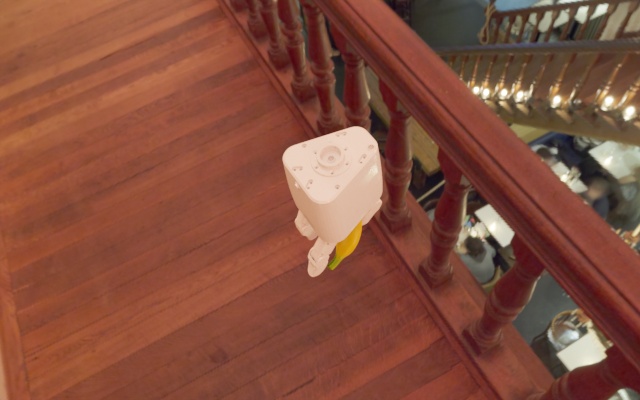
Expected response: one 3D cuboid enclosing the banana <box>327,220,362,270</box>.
[{"bbox_3d":[0.019,0.000,0.708,0.069,0.197,0.037,-16,-27,2],"label":"banana"}]
